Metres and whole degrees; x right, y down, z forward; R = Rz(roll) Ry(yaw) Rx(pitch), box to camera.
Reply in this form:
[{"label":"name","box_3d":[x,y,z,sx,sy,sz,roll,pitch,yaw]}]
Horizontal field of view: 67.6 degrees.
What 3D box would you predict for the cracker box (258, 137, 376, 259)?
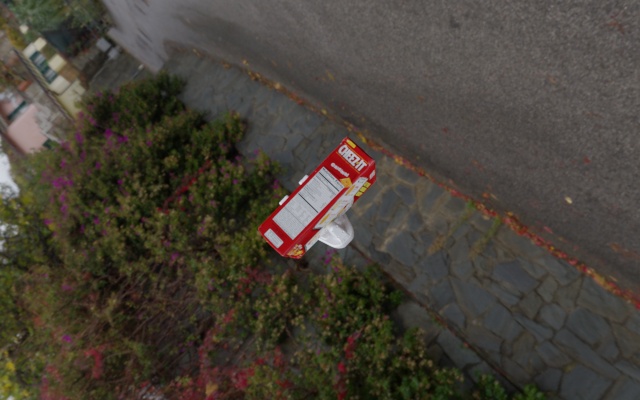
[{"label":"cracker box","box_3d":[0.000,0.003,0.837,0.072,0.213,0.164,44,-1,11]}]
